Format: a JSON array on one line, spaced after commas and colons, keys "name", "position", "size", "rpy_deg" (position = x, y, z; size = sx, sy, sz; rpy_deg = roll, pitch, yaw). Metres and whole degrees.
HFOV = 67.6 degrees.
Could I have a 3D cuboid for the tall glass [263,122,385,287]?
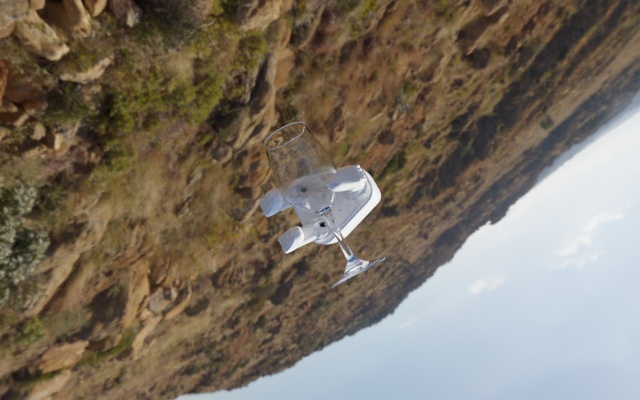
[{"name": "tall glass", "position": [0.000, 0.003, 0.599], "size": [0.079, 0.201, 0.079], "rpy_deg": [-27, -10, -5]}]
